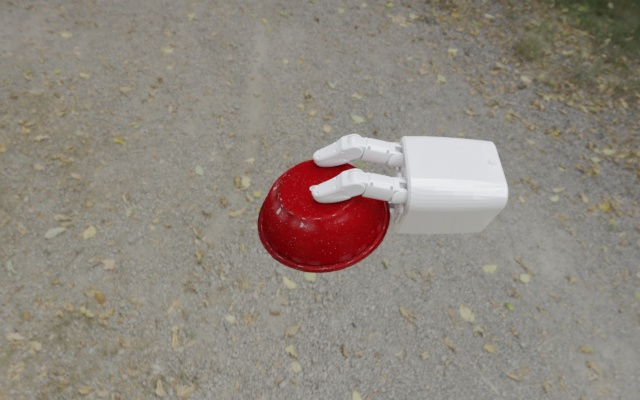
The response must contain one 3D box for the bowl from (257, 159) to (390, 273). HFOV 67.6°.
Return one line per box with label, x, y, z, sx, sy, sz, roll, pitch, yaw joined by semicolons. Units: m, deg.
bowl;-0.001;0.002;0.557;0.162;0.162;0.055;0;-40;9
